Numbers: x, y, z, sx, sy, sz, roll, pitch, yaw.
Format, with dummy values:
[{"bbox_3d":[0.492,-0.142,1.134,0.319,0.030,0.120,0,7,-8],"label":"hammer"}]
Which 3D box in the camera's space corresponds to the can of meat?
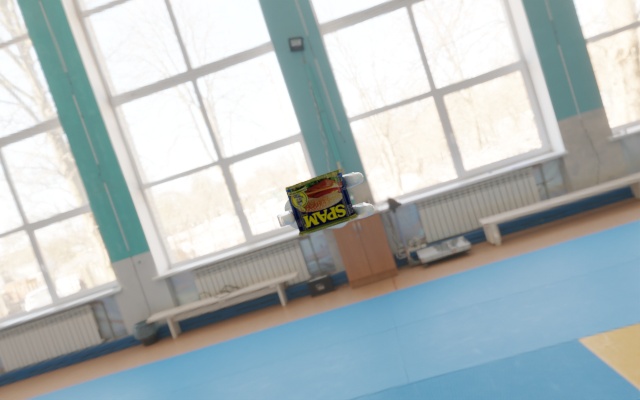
[{"bbox_3d":[0.000,0.002,0.785,0.102,0.084,0.057,-18,2,3],"label":"can of meat"}]
